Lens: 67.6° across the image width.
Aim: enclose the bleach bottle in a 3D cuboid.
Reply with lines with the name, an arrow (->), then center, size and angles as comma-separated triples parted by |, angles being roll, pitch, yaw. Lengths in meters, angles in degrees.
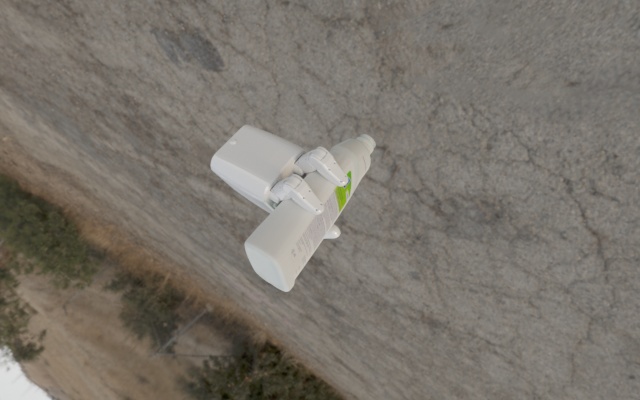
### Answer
bleach bottle -> 0.000, 0.002, 0.676 | 0.068, 0.250, 0.103 | 28, -28, 23
